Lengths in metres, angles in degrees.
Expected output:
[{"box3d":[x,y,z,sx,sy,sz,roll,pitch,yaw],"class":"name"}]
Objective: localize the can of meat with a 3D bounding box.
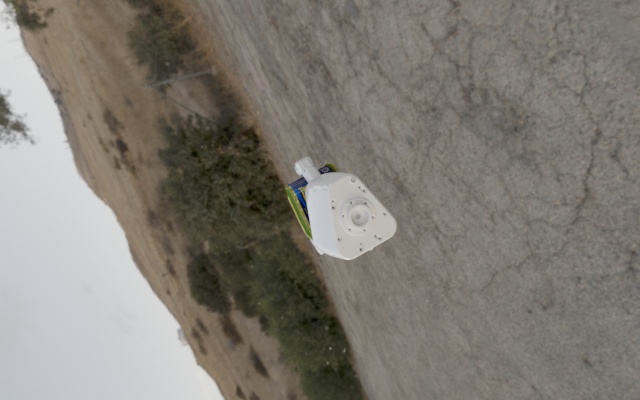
[{"box3d":[0.000,0.003,0.771,0.084,0.102,0.057,-28,12,-13],"class":"can of meat"}]
